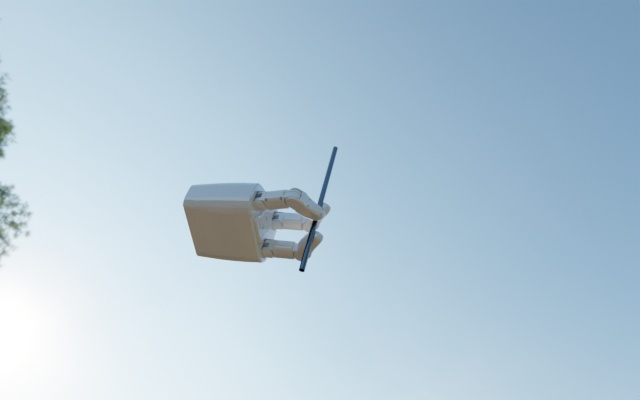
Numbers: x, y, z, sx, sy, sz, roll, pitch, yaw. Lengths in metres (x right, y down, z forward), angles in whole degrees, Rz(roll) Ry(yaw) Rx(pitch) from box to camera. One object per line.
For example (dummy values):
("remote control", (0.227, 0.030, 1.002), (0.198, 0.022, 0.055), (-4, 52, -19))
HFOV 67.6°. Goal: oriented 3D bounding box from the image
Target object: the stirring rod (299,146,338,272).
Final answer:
("stirring rod", (0.000, 0.002, 0.681), (0.011, 0.239, 0.011), (8, -43, 8))
